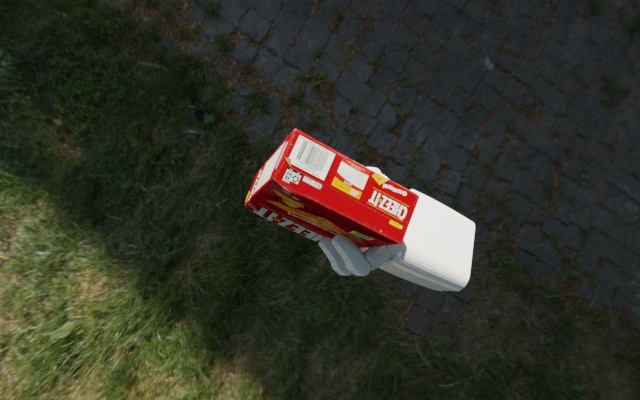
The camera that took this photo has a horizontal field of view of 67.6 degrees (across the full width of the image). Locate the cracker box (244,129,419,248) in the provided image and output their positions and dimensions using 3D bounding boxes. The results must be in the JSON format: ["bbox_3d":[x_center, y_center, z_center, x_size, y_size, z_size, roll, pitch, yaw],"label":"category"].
[{"bbox_3d":[0.000,0.002,0.615,0.164,0.072,0.214,27,-15,-12],"label":"cracker box"}]
